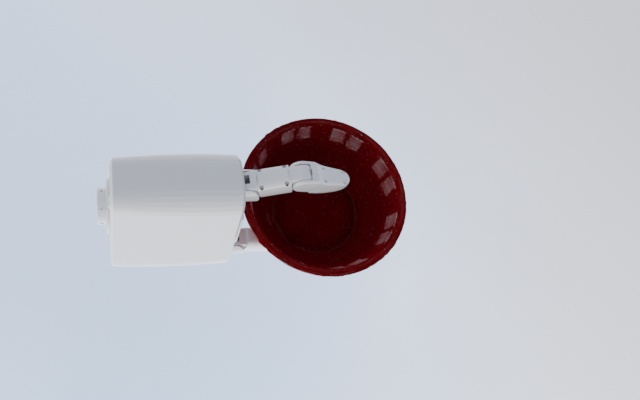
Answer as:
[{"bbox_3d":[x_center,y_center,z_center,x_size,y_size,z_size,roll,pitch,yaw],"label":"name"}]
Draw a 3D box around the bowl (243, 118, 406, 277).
[{"bbox_3d":[0.001,0.002,0.474,0.162,0.162,0.055,0,-22,-14],"label":"bowl"}]
